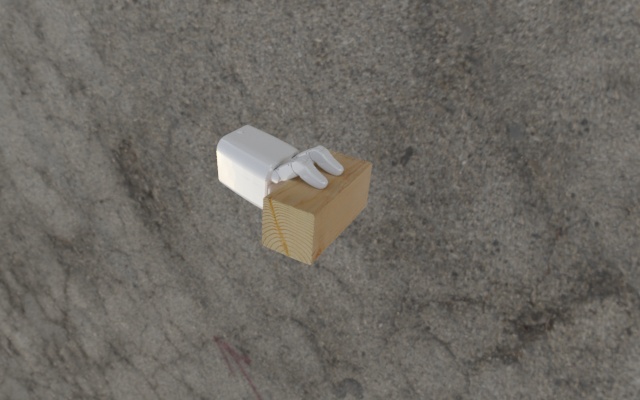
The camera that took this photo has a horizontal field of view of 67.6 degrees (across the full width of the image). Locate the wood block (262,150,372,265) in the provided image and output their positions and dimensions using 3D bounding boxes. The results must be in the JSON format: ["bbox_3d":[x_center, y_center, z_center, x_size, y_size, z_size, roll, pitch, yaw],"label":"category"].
[{"bbox_3d":[0.000,0.003,0.777,0.090,0.091,0.206,19,33,22],"label":"wood block"}]
